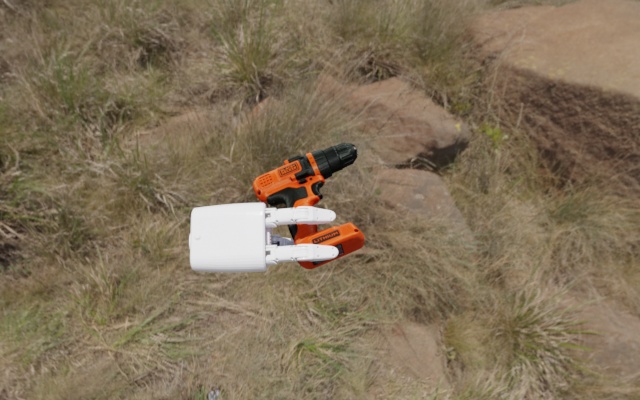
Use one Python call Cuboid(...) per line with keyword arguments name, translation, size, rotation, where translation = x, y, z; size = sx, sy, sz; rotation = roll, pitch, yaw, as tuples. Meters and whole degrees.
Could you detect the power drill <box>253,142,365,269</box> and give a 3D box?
Cuboid(name="power drill", translation=(0.000, 0.003, 0.759), size=(0.184, 0.187, 0.057), rotation=(-24, -35, -1))
